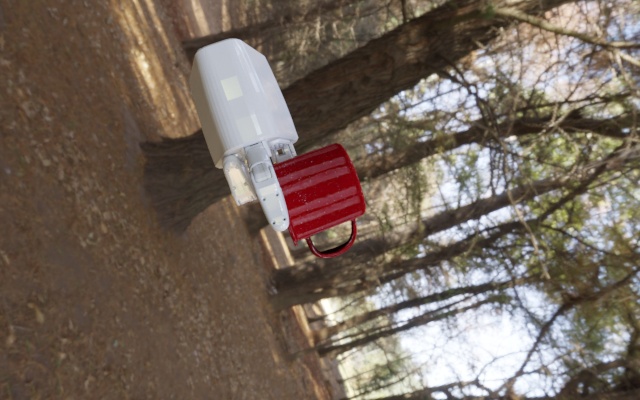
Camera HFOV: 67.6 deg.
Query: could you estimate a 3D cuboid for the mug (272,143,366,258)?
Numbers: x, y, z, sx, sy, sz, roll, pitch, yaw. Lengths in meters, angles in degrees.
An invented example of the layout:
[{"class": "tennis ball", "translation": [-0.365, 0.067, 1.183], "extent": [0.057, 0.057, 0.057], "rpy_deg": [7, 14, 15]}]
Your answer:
[{"class": "mug", "translation": [0.001, 0.003, 0.496], "extent": [0.081, 0.117, 0.093], "rpy_deg": [-20, 0, -4]}]
